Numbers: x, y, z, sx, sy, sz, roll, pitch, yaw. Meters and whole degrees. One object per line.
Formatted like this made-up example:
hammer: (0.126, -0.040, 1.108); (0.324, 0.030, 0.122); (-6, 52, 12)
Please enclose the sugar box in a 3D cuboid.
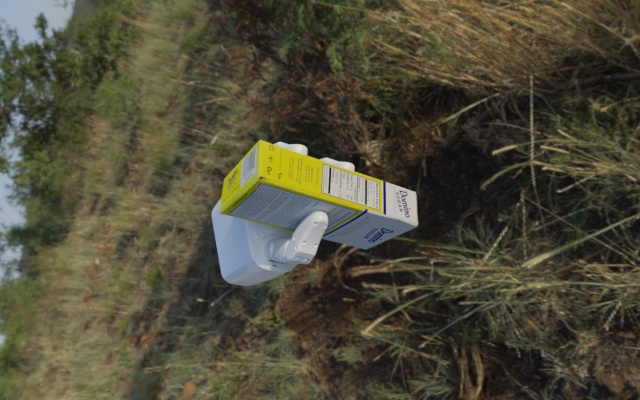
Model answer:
sugar box: (0.000, 0.001, 0.477); (0.176, 0.048, 0.093); (14, -27, -28)
